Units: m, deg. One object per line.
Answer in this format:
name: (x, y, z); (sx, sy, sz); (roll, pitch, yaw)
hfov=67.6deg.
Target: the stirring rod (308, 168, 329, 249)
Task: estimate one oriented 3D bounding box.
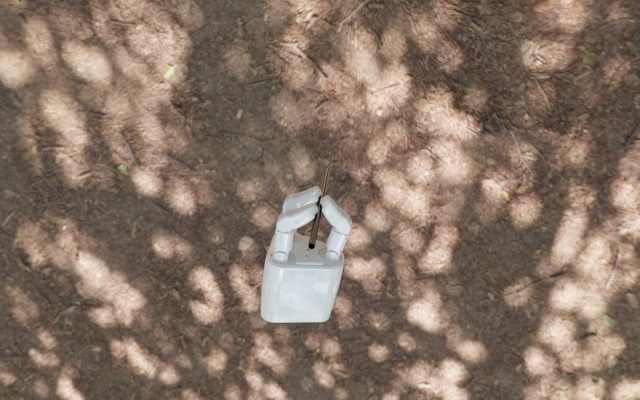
stirring rod: (0.000, 0.002, 0.666); (0.011, 0.011, 0.239); (0, 25, 6)
